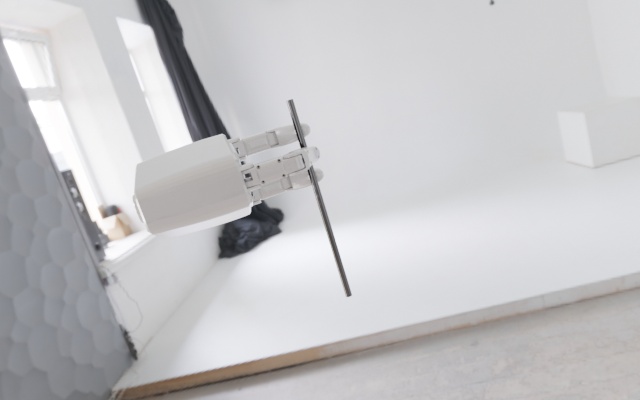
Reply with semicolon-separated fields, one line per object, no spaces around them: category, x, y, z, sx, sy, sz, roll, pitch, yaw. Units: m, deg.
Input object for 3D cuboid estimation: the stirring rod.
stirring rod;0.000;0.002;0.551;0.011;0.239;0.011;-16;12;3
